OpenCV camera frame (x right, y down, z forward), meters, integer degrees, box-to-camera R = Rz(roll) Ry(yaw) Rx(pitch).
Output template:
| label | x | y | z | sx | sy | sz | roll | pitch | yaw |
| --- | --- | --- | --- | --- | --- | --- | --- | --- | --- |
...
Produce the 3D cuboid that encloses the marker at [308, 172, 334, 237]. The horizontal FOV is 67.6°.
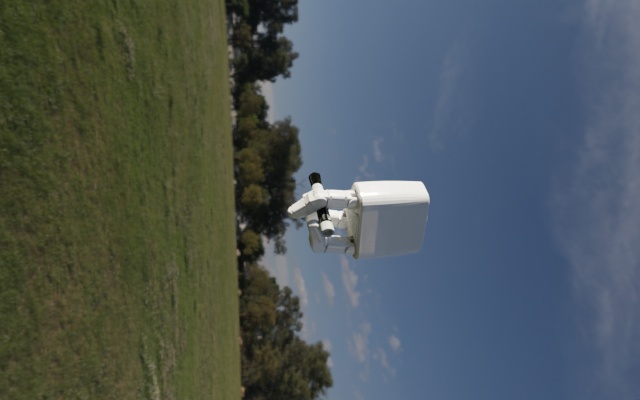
| label | x | y | z | sx | sy | sz | roll | pitch | yaw |
| --- | --- | --- | --- | --- | --- | --- | --- | --- | --- |
| marker | 0.000 | 0.002 | 0.696 | 0.020 | 0.121 | 0.020 | -7 | -44 | -7 |
